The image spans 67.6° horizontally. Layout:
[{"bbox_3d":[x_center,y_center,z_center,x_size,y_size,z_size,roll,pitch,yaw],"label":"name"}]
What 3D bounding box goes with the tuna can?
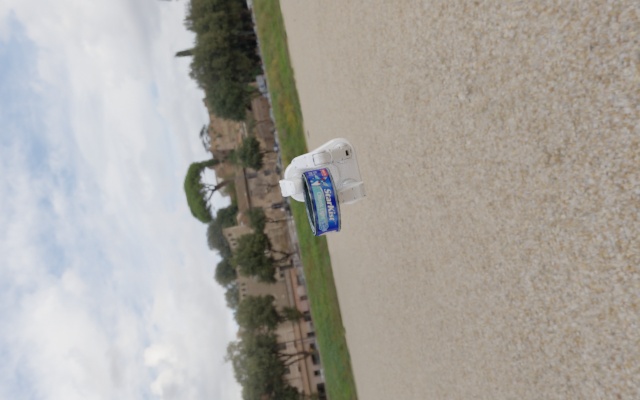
[{"bbox_3d":[0.000,0.002,0.617,0.034,0.086,0.086,-11,1,-8],"label":"tuna can"}]
